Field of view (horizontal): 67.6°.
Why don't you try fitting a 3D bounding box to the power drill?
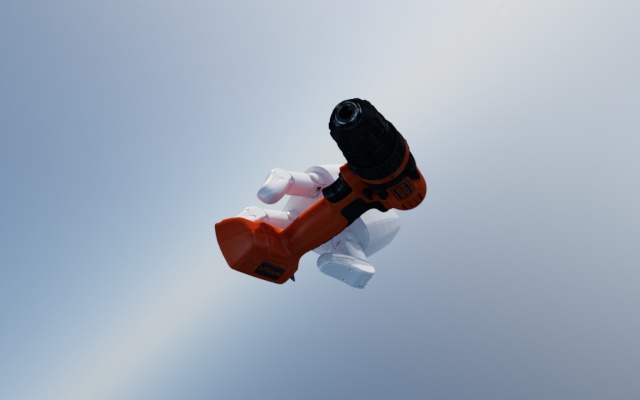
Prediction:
[{"bbox_3d":[0.000,0.002,0.434,0.188,0.057,0.184,-32,-30,12],"label":"power drill"}]
